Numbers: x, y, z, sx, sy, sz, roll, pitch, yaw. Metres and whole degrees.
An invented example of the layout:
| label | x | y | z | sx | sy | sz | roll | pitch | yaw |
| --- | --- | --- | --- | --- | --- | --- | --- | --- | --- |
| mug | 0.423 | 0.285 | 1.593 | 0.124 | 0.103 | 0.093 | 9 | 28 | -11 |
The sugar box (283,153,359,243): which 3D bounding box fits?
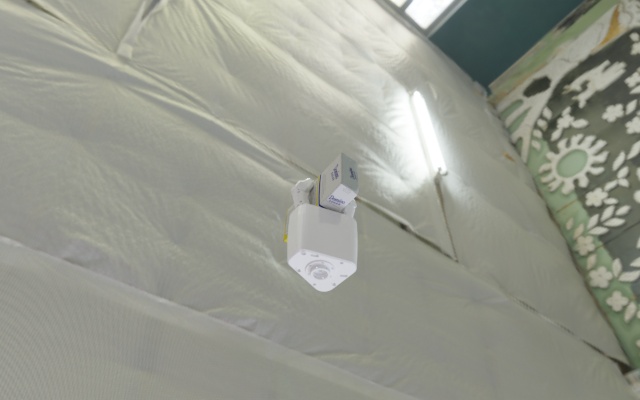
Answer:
| label | x | y | z | sx | sy | sz | roll | pitch | yaw |
| --- | --- | --- | --- | --- | --- | --- | --- | --- | --- |
| sugar box | 0.001 | 0.003 | 0.880 | 0.048 | 0.093 | 0.176 | 32 | -55 | -23 |
